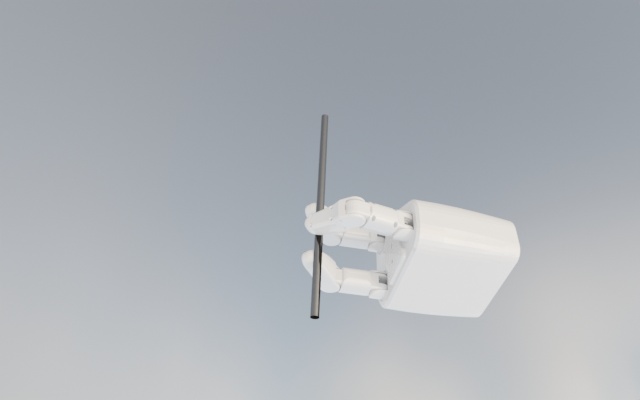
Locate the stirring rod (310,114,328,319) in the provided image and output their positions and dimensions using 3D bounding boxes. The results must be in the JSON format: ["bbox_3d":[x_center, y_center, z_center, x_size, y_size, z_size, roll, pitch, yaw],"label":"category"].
[{"bbox_3d":[0.000,0.001,0.472,0.011,0.239,0.011,2,-36,1],"label":"stirring rod"}]
